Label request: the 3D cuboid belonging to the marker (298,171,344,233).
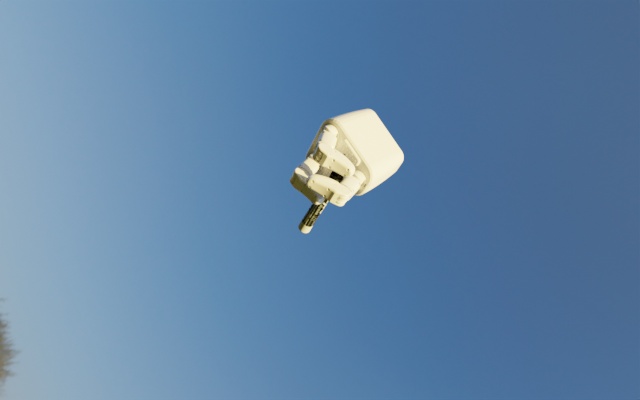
[{"bbox_3d":[0.000,0.002,0.680,0.020,0.020,0.121,0,-41,-34],"label":"marker"}]
